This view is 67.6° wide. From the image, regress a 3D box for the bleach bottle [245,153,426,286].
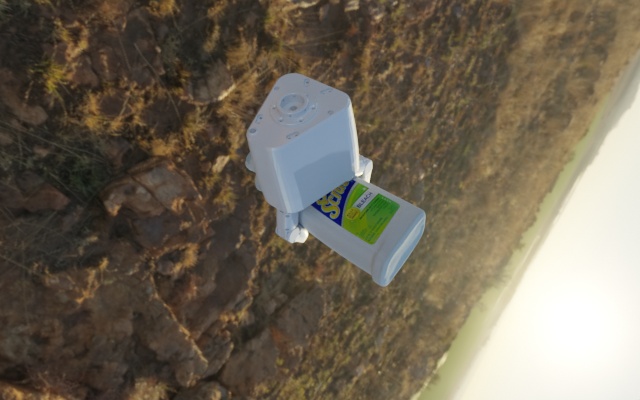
[{"bbox_3d":[0.000,0.002,0.606,0.250,0.102,0.068,28,-27,25],"label":"bleach bottle"}]
